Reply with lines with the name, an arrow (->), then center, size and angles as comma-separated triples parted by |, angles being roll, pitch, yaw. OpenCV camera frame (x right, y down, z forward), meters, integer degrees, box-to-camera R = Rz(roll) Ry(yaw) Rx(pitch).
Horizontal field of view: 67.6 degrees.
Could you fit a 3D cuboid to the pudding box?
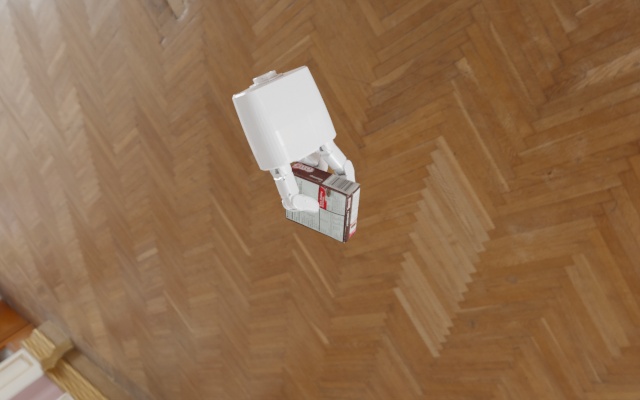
pudding box -> 0.000, 0.002, 0.714 | 0.113, 0.090, 0.039 | 23, 41, 26
